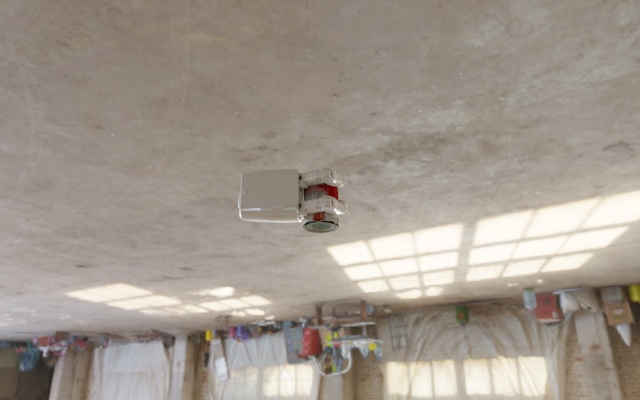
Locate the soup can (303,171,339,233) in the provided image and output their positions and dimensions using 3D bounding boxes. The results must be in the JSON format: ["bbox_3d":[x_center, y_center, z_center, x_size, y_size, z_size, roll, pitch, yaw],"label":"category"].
[{"bbox_3d":[0.001,0.003,0.893,0.068,0.102,0.068,0,-21,0],"label":"soup can"}]
